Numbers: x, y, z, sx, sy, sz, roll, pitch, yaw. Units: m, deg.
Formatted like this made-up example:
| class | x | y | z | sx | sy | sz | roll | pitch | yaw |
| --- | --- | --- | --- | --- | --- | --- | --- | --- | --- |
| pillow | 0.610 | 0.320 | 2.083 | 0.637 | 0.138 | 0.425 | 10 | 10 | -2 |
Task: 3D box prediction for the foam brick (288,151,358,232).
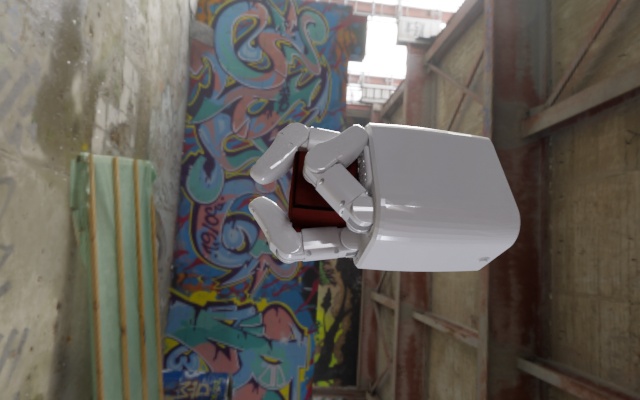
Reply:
| class | x | y | z | sx | sy | sz | roll | pitch | yaw |
| --- | --- | --- | --- | --- | --- | --- | --- | --- | --- |
| foam brick | 0.000 | 0.001 | 0.403 | 0.051 | 0.053 | 0.078 | 4 | -26 | -5 |
